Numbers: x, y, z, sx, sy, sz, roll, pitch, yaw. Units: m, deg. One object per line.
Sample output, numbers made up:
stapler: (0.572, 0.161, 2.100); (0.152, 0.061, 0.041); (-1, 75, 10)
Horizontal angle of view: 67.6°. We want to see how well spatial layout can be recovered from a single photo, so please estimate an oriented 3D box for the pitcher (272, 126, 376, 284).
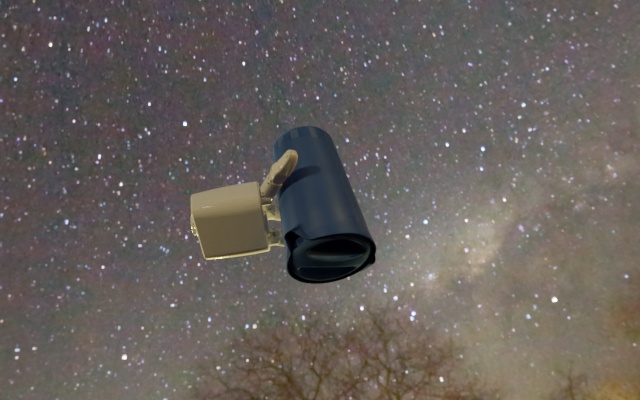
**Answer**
pitcher: (0.000, 0.002, 0.763); (0.145, 0.242, 0.149); (-10, -38, -6)
